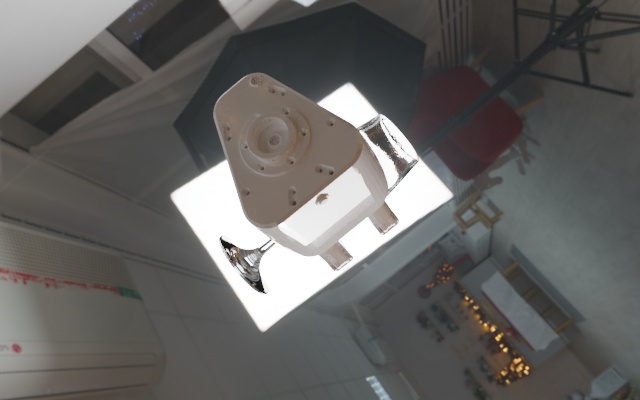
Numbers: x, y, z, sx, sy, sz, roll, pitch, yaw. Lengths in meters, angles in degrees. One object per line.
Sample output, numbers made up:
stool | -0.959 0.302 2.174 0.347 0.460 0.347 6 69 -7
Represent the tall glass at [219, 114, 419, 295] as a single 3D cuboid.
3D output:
tall glass | 0.000 0.002 0.472 0.201 0.079 0.079 -39 -2 2
